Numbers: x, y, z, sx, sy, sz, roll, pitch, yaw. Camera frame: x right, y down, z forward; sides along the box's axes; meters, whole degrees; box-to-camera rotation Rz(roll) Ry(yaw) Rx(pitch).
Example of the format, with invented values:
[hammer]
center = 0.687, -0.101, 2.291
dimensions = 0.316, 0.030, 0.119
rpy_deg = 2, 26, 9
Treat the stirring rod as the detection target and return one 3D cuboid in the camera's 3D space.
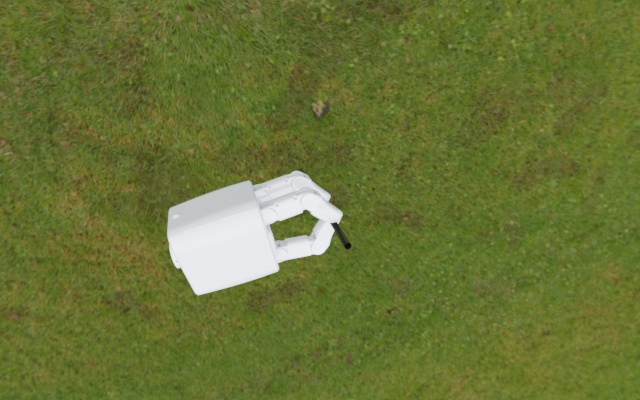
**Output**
[stirring rod]
center = 0.000, 0.002, 0.627
dimensions = 0.011, 0.011, 0.239
rpy_deg = 0, 23, -16
